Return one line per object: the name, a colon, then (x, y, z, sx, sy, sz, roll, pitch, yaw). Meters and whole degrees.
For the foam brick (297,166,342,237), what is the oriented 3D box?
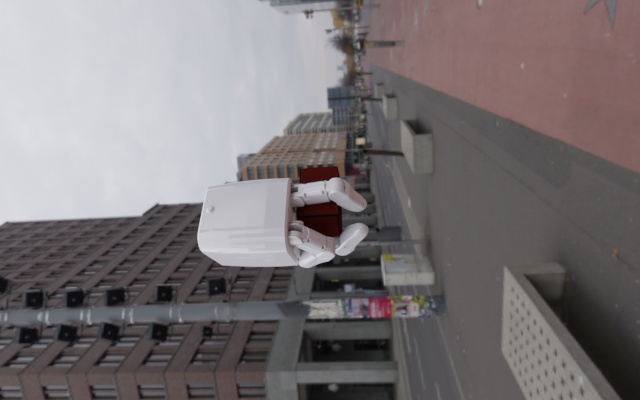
foam brick: (0.000, 0.002, 0.614, 0.051, 0.078, 0.053, -4, -36, 7)
